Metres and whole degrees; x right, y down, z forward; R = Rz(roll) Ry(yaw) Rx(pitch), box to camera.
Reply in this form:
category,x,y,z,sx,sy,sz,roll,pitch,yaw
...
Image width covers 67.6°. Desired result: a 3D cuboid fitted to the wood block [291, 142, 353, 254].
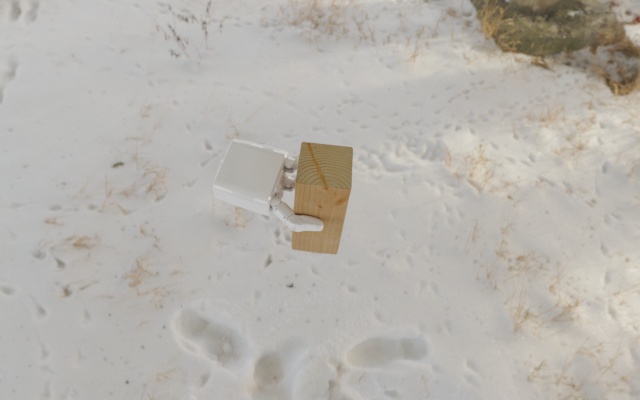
category,x,y,z,sx,sy,sz,roll,pitch,yaw
wood block,0.000,0.003,0.850,0.090,0.090,0.206,7,-36,-1
